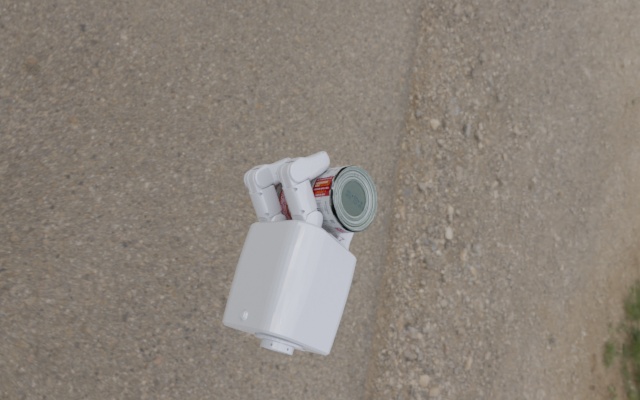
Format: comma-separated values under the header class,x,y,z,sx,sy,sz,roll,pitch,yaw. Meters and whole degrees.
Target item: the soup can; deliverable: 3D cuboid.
class,x,y,z,sx,sy,sz,roll,pitch,yaw
soup can,0.001,0.001,0.501,0.068,0.068,0.102,0,-4,-44
